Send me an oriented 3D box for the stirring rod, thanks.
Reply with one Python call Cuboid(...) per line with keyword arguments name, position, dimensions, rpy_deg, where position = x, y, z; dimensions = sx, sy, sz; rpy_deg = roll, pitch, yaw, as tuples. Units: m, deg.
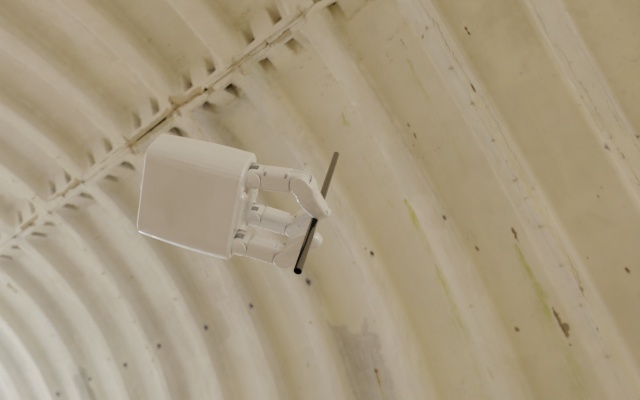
Cuboid(name="stirring rod", position=(0.000, 0.002, 0.541), dimensions=(0.011, 0.011, 0.239), rpy_deg=(0, 32, 12))
